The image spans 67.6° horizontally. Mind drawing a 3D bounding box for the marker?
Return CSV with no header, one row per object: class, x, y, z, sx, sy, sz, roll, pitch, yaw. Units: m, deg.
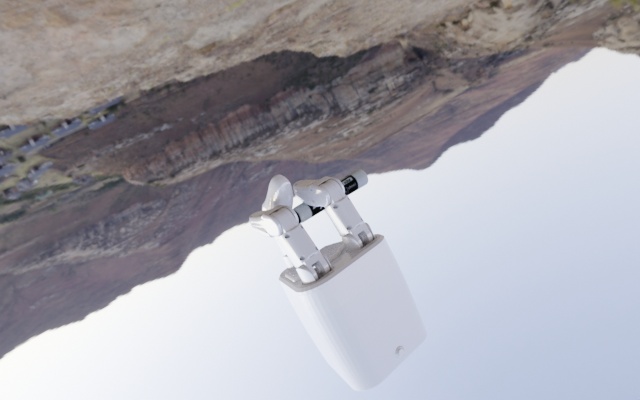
marker,0.000,0.001,0.475,0.121,0.020,0.020,-31,17,-31
